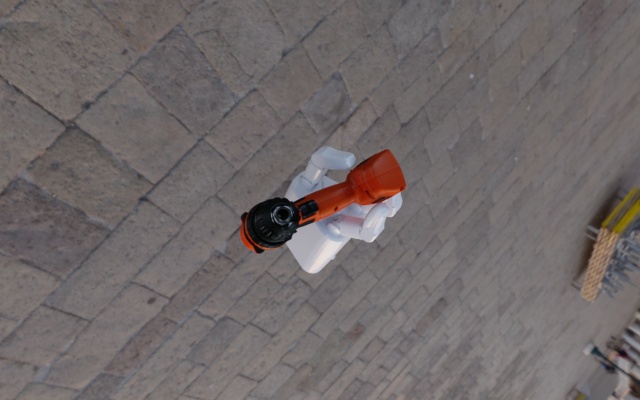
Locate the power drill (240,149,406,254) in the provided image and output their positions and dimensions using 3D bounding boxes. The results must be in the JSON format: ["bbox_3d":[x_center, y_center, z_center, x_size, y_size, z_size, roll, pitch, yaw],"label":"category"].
[{"bbox_3d":[0.000,0.002,0.547,0.187,0.057,0.184,-22,-1,-18],"label":"power drill"}]
